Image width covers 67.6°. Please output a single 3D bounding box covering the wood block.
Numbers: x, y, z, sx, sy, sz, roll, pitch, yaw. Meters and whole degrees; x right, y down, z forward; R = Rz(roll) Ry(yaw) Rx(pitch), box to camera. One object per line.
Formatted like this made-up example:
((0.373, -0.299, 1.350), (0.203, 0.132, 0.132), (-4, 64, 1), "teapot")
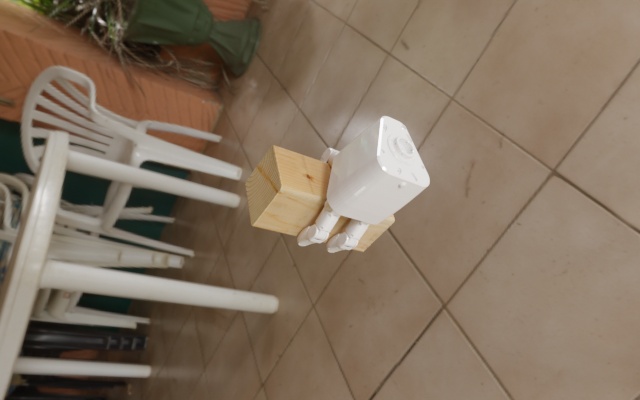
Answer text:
((0.000, 0.002, 0.737), (0.206, 0.090, 0.090), (17, -50, -32), "wood block")
